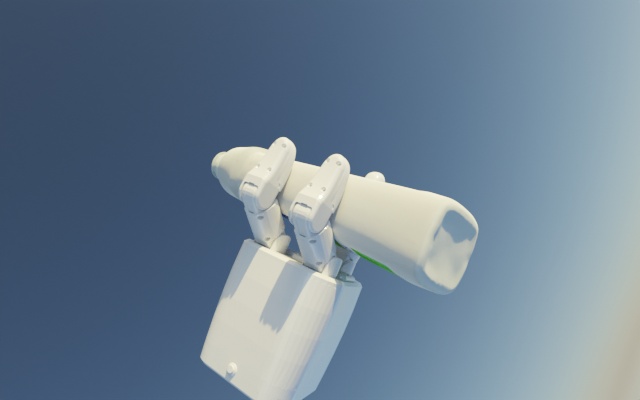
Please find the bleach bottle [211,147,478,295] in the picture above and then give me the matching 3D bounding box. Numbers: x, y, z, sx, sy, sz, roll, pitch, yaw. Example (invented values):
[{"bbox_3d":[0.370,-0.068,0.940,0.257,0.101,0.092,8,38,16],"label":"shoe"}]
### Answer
[{"bbox_3d":[0.000,0.001,0.420,0.251,0.068,0.102,20,-5,36],"label":"bleach bottle"}]
